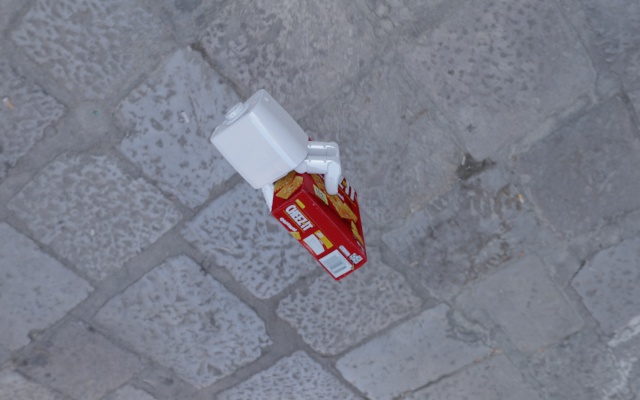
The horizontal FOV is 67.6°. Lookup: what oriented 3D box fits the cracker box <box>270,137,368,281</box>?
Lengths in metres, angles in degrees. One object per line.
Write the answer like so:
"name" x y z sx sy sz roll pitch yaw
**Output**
"cracker box" 0.000 0.003 0.792 0.072 0.164 0.213 -34 25 18
